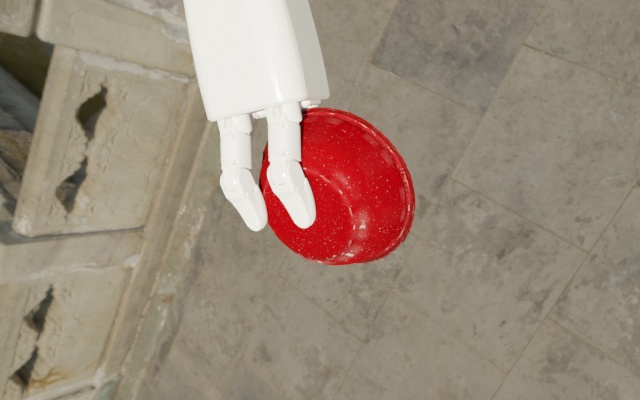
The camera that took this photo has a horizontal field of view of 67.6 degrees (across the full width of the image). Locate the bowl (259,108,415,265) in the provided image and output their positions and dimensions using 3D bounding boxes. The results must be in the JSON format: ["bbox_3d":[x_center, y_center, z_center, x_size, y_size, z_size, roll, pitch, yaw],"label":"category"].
[{"bbox_3d":[0.001,0.003,0.433,0.162,0.162,0.055,0,26,32],"label":"bowl"}]
